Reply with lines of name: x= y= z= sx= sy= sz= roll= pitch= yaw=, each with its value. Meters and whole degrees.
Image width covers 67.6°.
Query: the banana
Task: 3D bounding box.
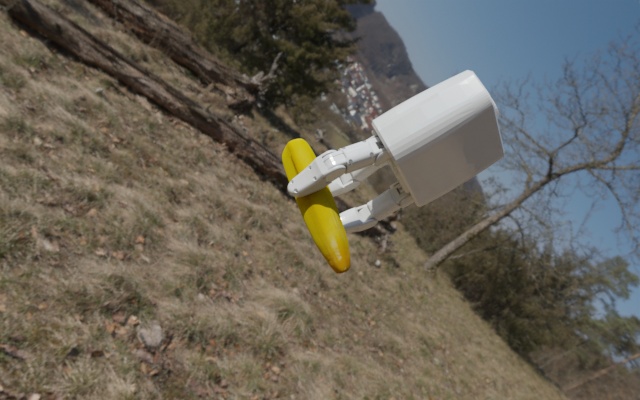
banana: x=-0.008 y=-0.012 z=0.510 sx=0.037 sy=0.070 sz=0.197 roll=-28 pitch=42 yaw=6
